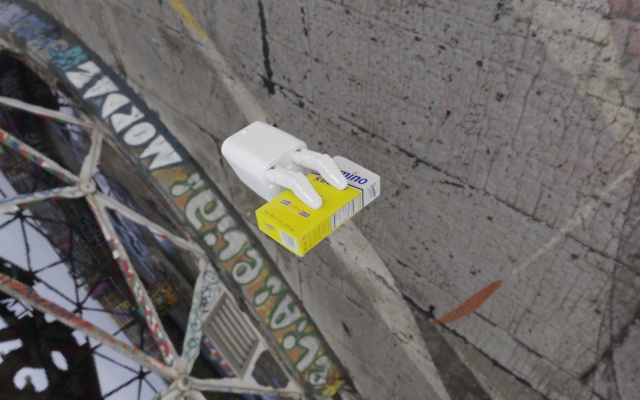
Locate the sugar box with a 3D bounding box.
[{"bbox_3d":[0.000,0.002,0.719,0.093,0.048,0.176,31,55,33],"label":"sugar box"}]
